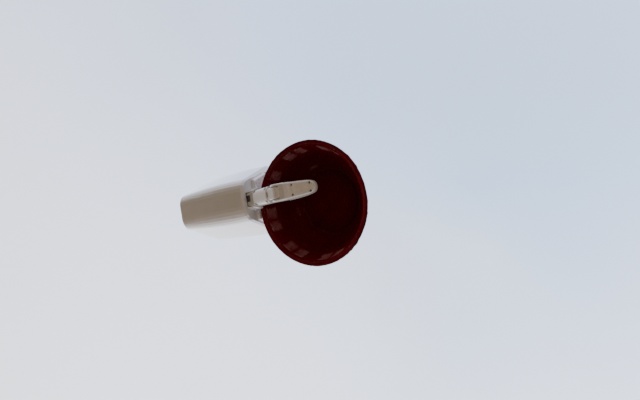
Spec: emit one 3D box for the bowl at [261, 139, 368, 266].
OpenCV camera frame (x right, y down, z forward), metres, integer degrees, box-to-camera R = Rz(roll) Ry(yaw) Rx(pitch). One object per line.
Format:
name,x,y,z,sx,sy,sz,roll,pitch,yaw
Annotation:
bowl,0.001,0.002,0.628,0.162,0.162,0.055,0,3,32
